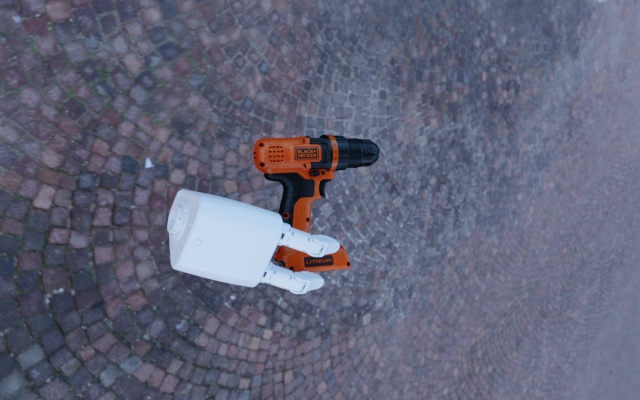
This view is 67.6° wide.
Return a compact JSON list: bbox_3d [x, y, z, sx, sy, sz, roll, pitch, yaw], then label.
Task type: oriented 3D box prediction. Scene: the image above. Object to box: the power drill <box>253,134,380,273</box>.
[{"bbox_3d":[0.000,0.003,0.667,0.184,0.187,0.057,-3,1,-19],"label":"power drill"}]
